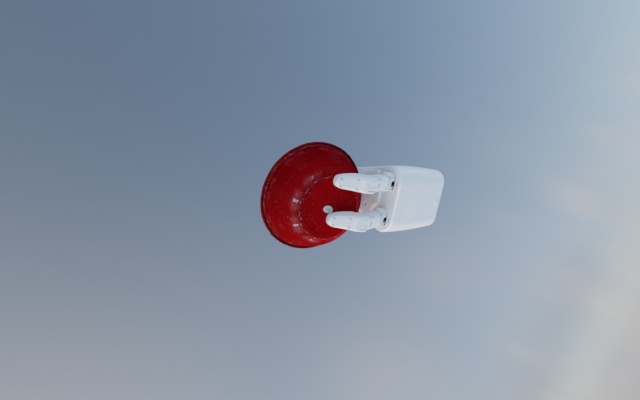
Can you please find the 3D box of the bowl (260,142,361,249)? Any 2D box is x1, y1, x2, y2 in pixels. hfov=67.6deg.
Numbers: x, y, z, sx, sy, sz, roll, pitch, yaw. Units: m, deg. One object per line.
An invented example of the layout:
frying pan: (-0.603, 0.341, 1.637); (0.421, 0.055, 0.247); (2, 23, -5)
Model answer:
bowl: (-0.001, 0.003, 0.668); (0.162, 0.162, 0.055); (0, 18, -29)
